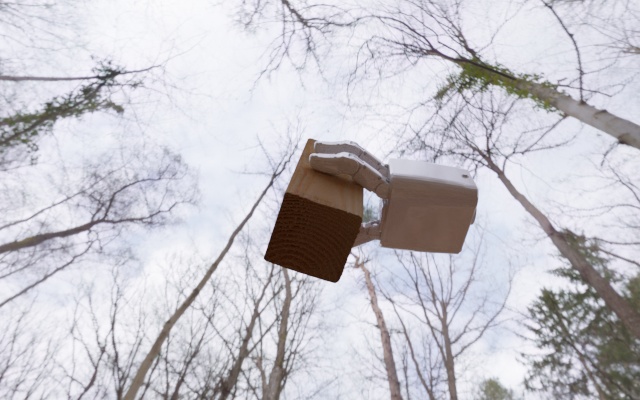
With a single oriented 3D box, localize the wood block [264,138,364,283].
[{"bbox_3d":[0.000,0.002,0.607,0.090,0.091,0.206,18,23,-2],"label":"wood block"}]
